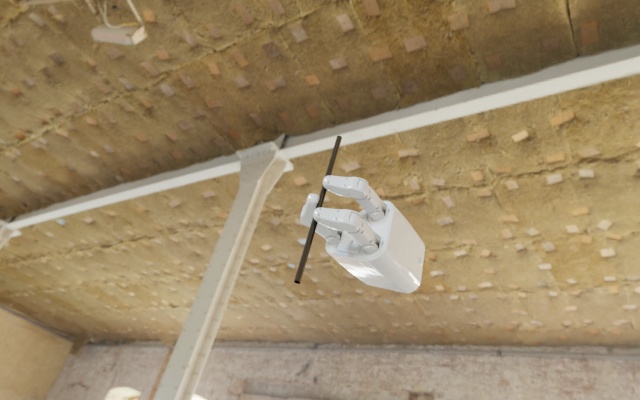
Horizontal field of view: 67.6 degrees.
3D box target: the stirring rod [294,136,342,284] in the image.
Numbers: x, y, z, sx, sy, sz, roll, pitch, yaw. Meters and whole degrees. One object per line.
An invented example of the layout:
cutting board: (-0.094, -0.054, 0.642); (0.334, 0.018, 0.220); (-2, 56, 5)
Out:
stirring rod: (0.000, 0.002, 0.634); (0.011, 0.239, 0.011); (11, -35, 8)
